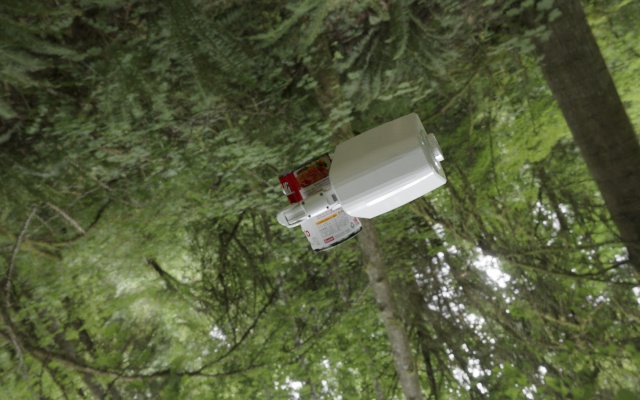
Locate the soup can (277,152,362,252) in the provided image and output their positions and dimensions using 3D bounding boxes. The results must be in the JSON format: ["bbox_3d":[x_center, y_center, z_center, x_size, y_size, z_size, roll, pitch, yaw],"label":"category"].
[{"bbox_3d":[0.000,0.002,0.575,0.068,0.102,0.068,-26,4,2],"label":"soup can"}]
